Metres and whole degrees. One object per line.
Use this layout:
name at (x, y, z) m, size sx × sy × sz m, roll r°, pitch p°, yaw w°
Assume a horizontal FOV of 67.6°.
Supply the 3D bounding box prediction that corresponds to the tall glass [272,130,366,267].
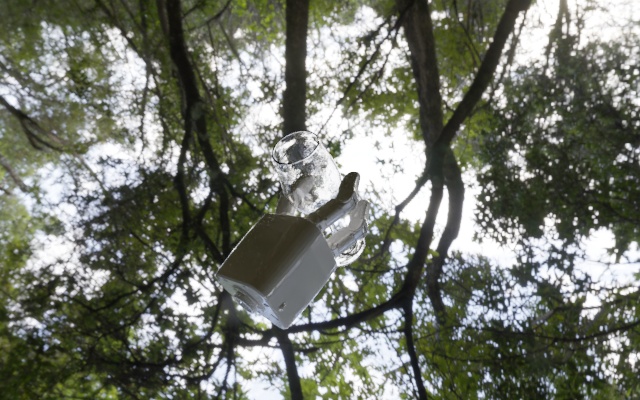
tall glass at (0.000, 0.002, 0.645) m, size 0.079 × 0.079 × 0.201 m, roll 0°, pitch -43°, yaw 25°
